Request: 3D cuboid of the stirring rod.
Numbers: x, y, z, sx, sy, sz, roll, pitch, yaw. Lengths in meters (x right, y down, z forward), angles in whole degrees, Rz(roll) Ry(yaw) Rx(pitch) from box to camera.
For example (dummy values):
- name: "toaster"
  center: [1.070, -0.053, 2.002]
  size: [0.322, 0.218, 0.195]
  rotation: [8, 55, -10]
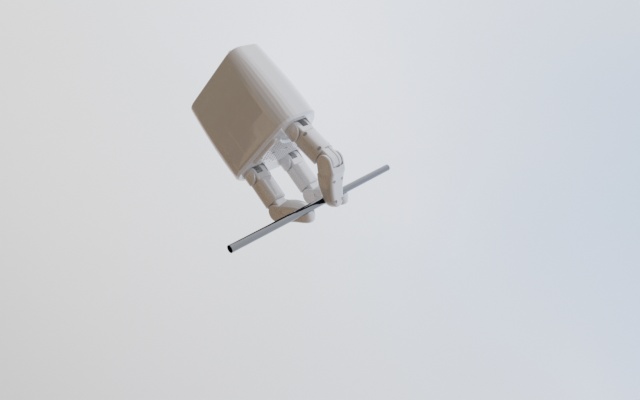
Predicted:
- name: "stirring rod"
  center: [0.000, 0.002, 0.506]
  size: [0.011, 0.011, 0.239]
  rotation: [0, 20, 46]
